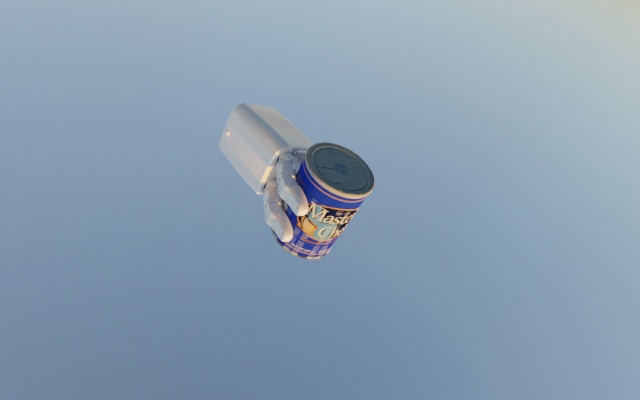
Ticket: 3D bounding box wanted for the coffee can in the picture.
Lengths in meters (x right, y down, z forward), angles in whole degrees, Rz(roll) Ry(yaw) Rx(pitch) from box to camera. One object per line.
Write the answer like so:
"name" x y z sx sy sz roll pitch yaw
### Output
"coffee can" 0.000 0.002 0.688 0.103 0.102 0.140 0 -42 -33
